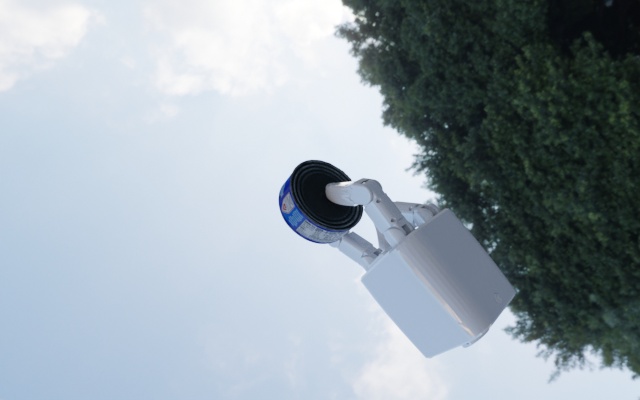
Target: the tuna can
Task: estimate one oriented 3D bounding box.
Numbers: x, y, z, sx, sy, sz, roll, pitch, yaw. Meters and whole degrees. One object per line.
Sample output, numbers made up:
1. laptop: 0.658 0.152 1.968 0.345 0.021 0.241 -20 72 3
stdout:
1. tuna can: 0.000 0.002 0.498 0.086 0.086 0.034 0 -32 -35
